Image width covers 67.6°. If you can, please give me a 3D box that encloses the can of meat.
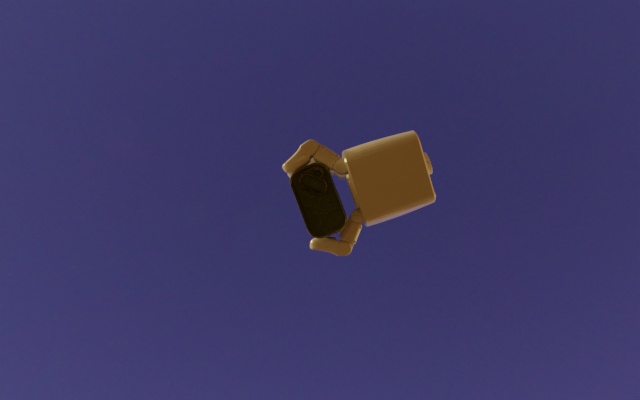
[{"bbox_3d":[0.000,0.002,0.691,0.057,0.102,0.084,-22,-5,3],"label":"can of meat"}]
